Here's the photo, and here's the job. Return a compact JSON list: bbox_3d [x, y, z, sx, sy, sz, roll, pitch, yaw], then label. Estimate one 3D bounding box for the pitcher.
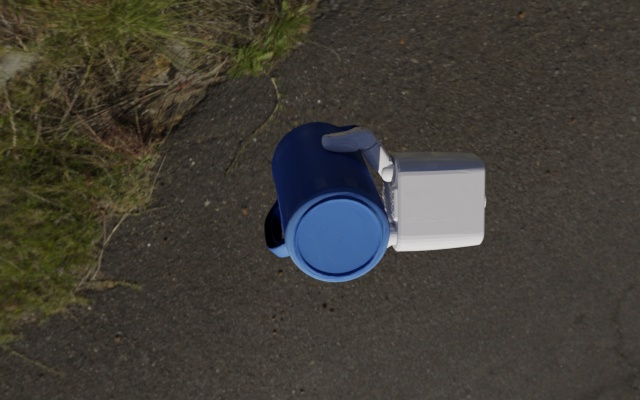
[{"bbox_3d":[0.000,0.002,0.587,0.145,0.149,0.242,-2,22,-5],"label":"pitcher"}]
